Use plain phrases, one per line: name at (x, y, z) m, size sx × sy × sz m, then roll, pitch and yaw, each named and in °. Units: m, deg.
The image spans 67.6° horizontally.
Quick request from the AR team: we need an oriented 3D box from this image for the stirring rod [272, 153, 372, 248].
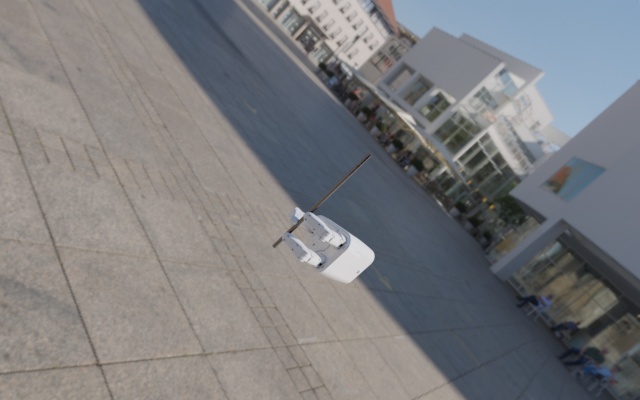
stirring rod at (0.000, 0.003, 0.847) m, size 0.239 × 0.011 × 0.011 m, roll -44°, pitch -10°, yaw 11°
